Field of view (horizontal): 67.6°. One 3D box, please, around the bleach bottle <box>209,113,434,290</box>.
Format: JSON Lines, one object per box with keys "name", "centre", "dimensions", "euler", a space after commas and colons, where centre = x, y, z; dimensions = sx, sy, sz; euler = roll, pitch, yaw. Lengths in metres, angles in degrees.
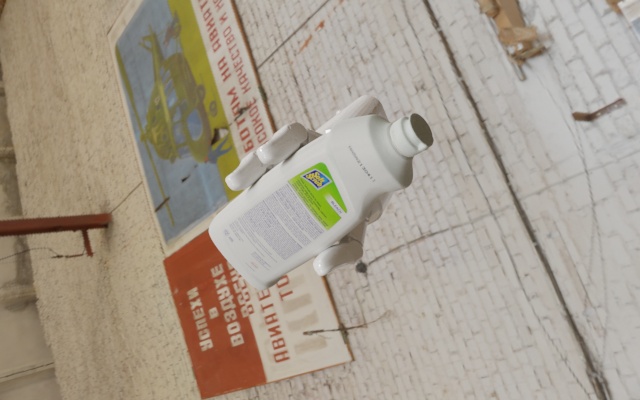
{"name": "bleach bottle", "centre": [0.000, 0.001, 0.444], "dimensions": [0.251, 0.102, 0.068], "euler": [-31, 15, 40]}
